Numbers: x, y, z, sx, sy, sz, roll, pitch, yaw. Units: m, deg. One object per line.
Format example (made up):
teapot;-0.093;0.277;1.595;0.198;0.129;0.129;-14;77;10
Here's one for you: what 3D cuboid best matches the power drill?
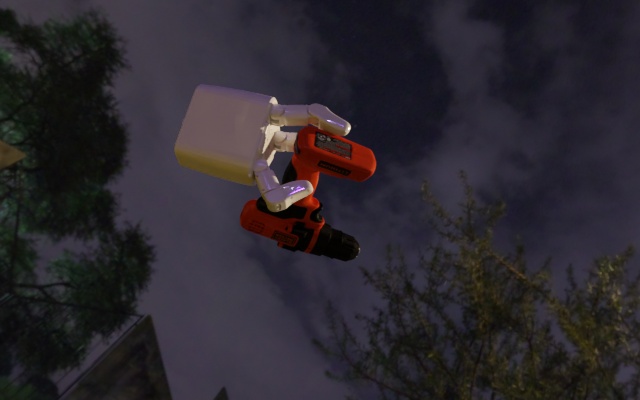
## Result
power drill;0.000;0.002;0.654;0.184;0.188;0.057;19;38;-15
